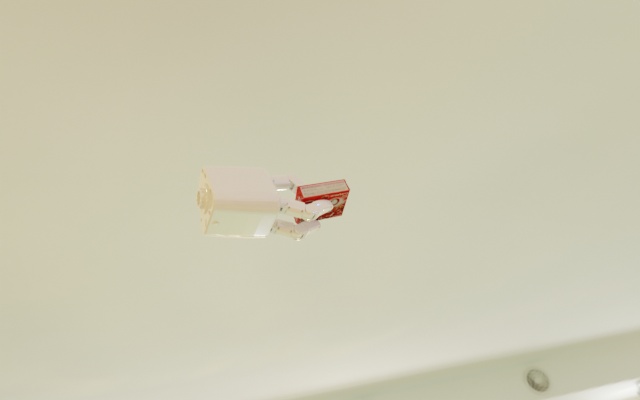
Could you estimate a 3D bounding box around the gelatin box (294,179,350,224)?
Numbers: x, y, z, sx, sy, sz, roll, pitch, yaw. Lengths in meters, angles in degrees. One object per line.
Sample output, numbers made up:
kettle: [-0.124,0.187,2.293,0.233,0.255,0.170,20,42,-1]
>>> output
gelatin box: [0.000,0.002,0.825,0.089,0.030,0.073,-10,-36,-19]
